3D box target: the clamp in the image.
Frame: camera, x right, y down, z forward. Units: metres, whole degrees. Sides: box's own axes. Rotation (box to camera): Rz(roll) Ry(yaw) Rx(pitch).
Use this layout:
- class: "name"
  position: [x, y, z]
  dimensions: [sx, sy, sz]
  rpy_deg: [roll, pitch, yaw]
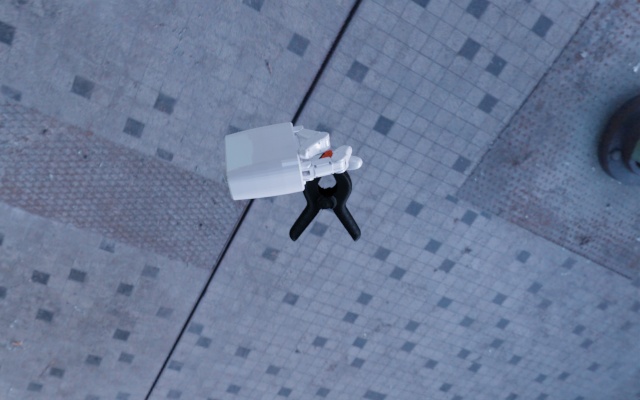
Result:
- class: "clamp"
  position: [0.000, 0.003, 0.771]
  dimensions: [0.120, 0.172, 0.039]
  rpy_deg: [-10, 31, -3]
